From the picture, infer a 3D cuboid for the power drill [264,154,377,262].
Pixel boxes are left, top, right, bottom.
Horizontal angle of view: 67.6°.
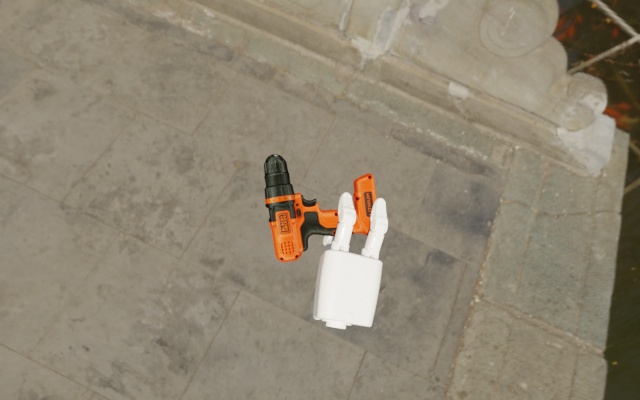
[{"bbox_3d":[0.001,0.003,0.818,0.187,0.184,0.057,-8,1,-3],"label":"power drill"}]
